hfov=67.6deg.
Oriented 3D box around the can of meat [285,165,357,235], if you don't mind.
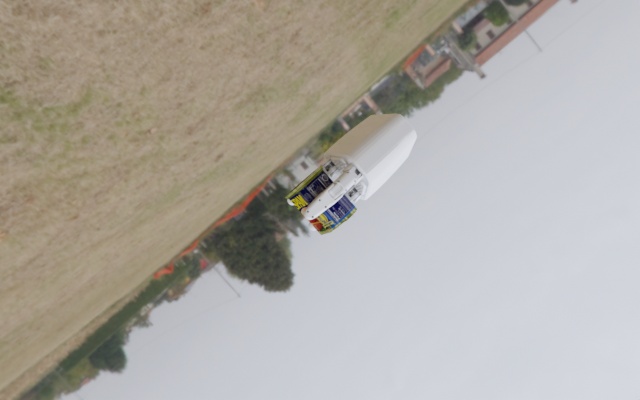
[{"bbox_3d":[0.000,0.003,0.721,0.057,0.084,0.102,-43,4,-16],"label":"can of meat"}]
